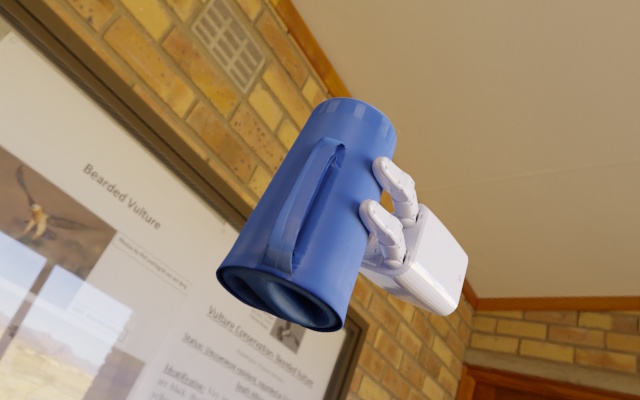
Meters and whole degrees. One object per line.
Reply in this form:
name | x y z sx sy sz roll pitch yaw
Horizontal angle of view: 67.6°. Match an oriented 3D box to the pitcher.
pitcher | 0.000 0.002 0.508 0.145 0.242 0.149 41 -33 -28
